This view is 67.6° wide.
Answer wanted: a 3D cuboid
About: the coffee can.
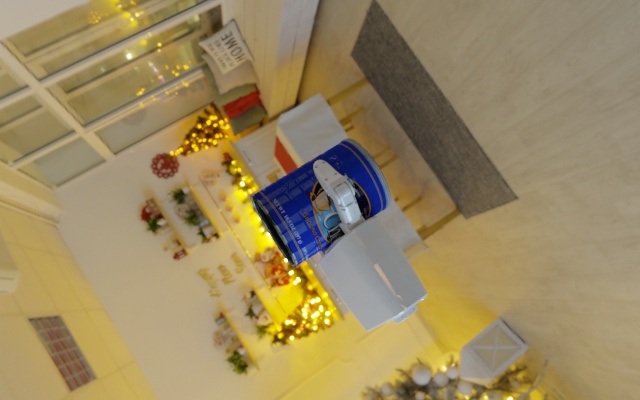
[{"bbox_3d":[0.000,0.002,0.586,0.140,0.103,0.103,-32,8,-12],"label":"coffee can"}]
